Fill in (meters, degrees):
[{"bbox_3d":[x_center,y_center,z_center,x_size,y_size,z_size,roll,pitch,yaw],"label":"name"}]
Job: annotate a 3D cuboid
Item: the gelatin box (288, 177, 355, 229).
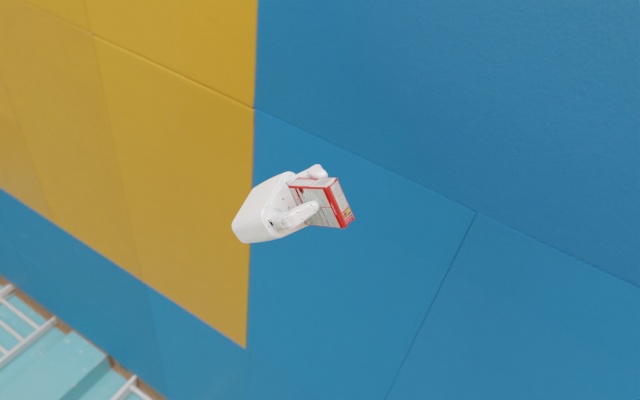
[{"bbox_3d":[0.000,0.003,0.719,0.089,0.073,0.030,3,36,47],"label":"gelatin box"}]
